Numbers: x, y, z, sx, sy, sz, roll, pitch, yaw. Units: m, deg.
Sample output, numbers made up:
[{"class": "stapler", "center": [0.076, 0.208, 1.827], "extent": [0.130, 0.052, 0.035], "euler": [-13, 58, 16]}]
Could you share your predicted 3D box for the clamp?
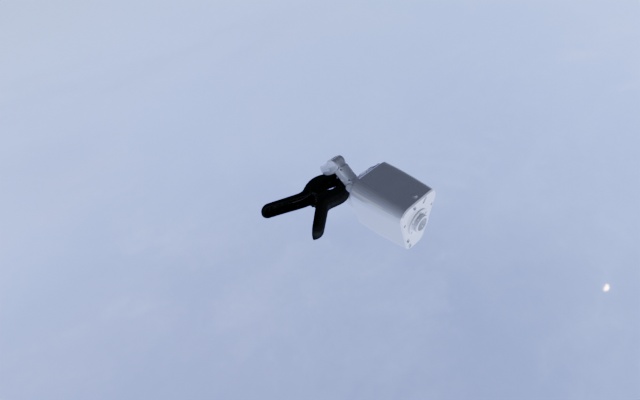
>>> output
[{"class": "clamp", "center": [0.000, 0.003, 0.794], "extent": [0.171, 0.039, 0.120], "euler": [-35, 51, -30]}]
